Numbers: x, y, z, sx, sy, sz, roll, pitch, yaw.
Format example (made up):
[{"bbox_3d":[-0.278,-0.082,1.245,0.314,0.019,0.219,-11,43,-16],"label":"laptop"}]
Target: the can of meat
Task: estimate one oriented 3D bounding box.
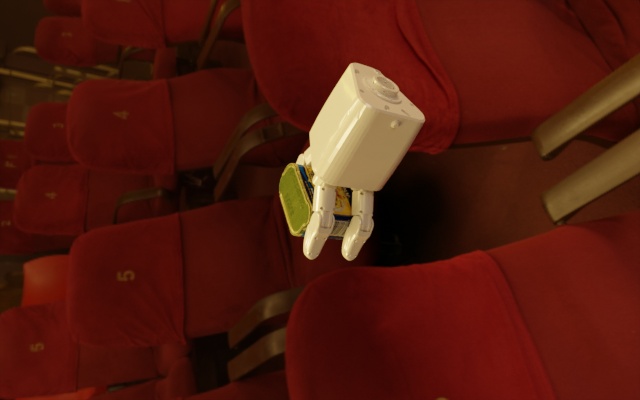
[{"bbox_3d":[0.000,0.002,0.615,0.084,0.102,0.057,7,-45,-32],"label":"can of meat"}]
